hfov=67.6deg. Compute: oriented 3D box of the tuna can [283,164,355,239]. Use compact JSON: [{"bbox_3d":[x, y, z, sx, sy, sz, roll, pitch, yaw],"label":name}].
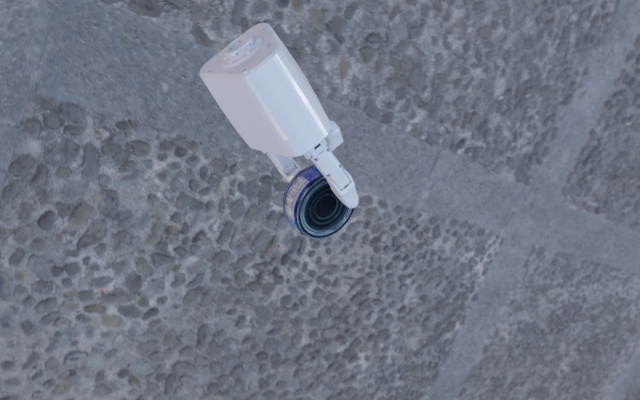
[{"bbox_3d":[0.000,0.002,0.569,0.086,0.086,0.033,0,24,-35],"label":"tuna can"}]
